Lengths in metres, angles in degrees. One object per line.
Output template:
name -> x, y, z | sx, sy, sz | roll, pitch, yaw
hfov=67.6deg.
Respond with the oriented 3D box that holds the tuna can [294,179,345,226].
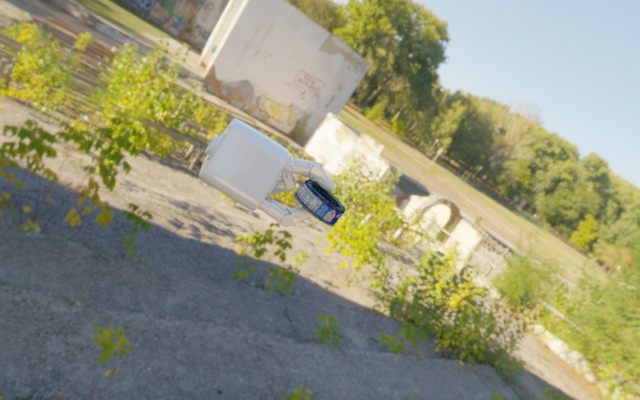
tuna can -> 0.001, 0.002, 0.799 | 0.086, 0.034, 0.086 | 38, 12, -9
